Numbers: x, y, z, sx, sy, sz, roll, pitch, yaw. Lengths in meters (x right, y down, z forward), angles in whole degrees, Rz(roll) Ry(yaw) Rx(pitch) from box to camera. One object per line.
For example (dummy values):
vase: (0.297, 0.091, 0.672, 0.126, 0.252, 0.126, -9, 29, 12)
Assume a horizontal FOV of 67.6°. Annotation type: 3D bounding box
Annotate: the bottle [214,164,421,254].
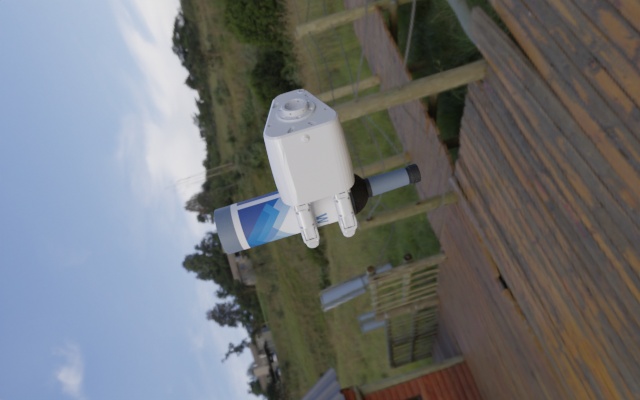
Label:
bottle: (0.000, 0.002, 0.685, 0.296, 0.069, 0.069, -17, 1, -2)
